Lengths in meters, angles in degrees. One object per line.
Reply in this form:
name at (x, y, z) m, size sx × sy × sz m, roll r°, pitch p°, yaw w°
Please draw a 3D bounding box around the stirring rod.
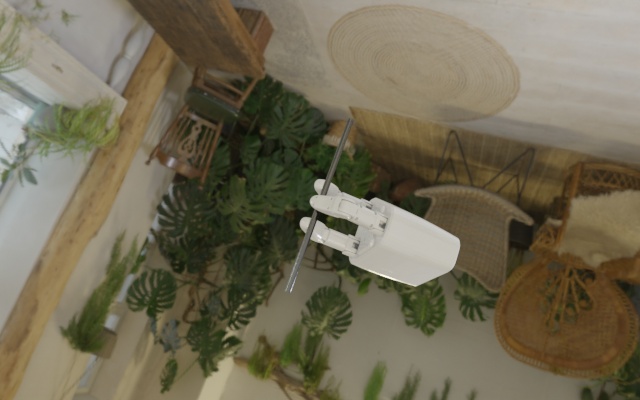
stirring rod at (0.000, 0.002, 0.612) m, size 0.011 × 0.239 × 0.011 m, roll 19°, pitch -13°, yaw 5°
